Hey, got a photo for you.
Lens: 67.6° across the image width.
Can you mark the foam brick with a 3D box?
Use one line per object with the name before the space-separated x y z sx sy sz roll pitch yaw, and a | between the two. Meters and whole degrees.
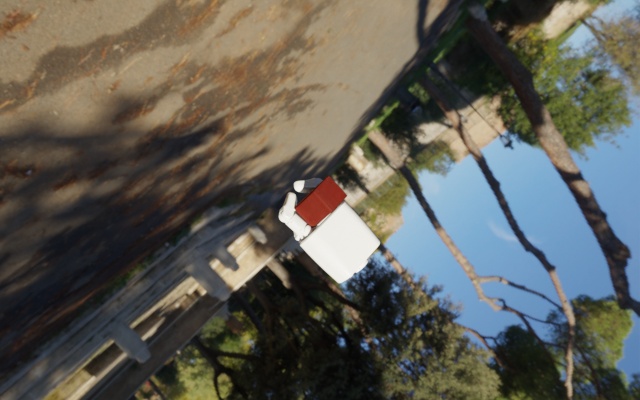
foam brick | 0.000 0.003 0.859 0.053 0.051 0.078 -44 1 -41
